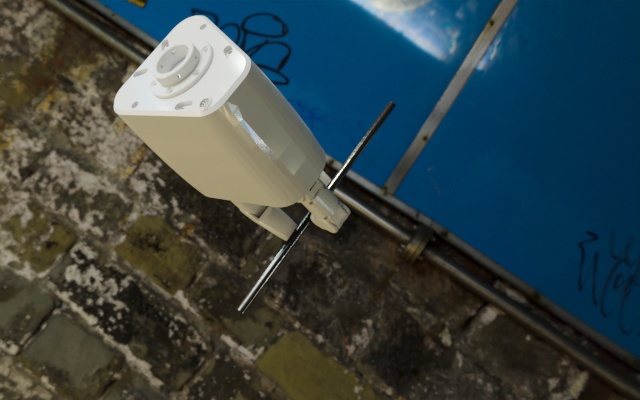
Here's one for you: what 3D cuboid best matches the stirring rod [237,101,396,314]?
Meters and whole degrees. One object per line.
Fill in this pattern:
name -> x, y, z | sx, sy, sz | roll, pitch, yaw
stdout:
stirring rod -> 0.000, 0.002, 0.440 | 0.011, 0.239, 0.011 | 35, -12, 8
